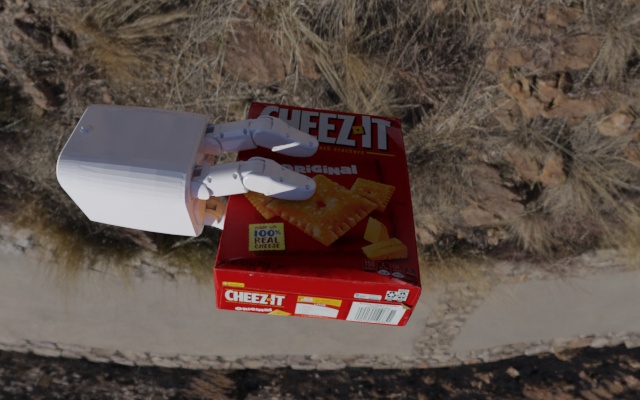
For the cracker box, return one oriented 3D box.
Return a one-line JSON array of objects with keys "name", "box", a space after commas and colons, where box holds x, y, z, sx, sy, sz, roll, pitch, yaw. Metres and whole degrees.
[{"name": "cracker box", "box": [0.000, 0.002, 0.450, 0.164, 0.213, 0.072, 6, -42, -4]}]
